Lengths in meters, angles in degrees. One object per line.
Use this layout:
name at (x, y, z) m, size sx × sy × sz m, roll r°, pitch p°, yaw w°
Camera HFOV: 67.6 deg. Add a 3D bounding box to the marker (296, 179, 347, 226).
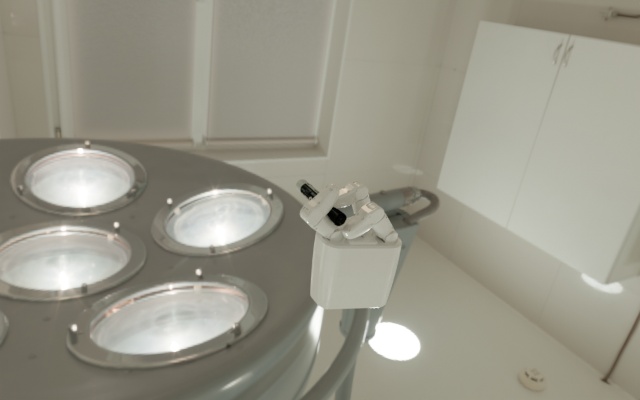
marker at (0.000, 0.002, 0.649) m, size 0.020 × 0.020 × 0.121 m, roll 0°, pitch 24°, yaw -31°
